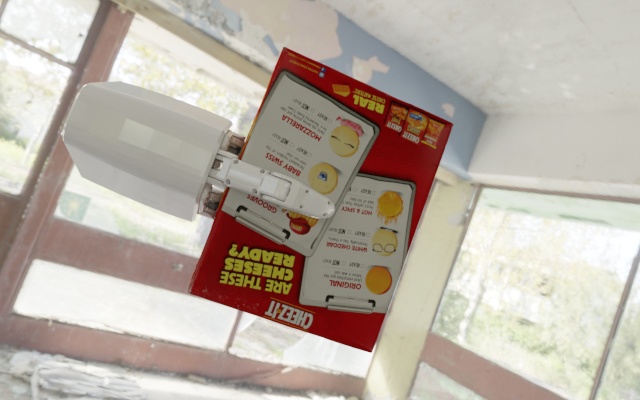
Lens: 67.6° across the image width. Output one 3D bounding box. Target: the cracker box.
[{"bbox_3d":[0.000,0.001,0.424,0.164,0.213,0.072,21,-4,-11],"label":"cracker box"}]
